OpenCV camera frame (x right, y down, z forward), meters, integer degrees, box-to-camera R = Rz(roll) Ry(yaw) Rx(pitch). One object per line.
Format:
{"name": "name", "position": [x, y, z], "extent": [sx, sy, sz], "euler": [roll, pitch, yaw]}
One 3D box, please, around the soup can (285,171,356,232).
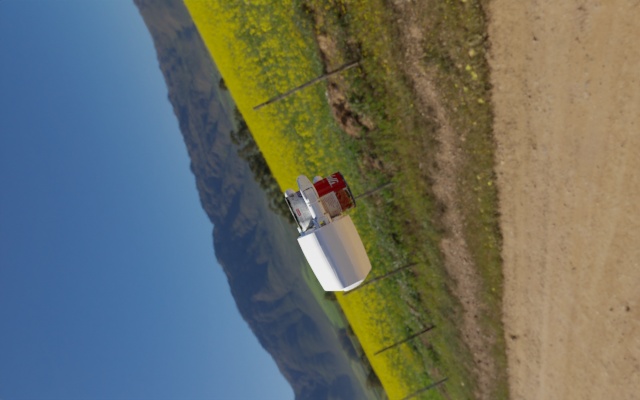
{"name": "soup can", "position": [0.000, 0.002, 0.805], "extent": [0.102, 0.068, 0.068], "euler": [-26, 2, -3]}
